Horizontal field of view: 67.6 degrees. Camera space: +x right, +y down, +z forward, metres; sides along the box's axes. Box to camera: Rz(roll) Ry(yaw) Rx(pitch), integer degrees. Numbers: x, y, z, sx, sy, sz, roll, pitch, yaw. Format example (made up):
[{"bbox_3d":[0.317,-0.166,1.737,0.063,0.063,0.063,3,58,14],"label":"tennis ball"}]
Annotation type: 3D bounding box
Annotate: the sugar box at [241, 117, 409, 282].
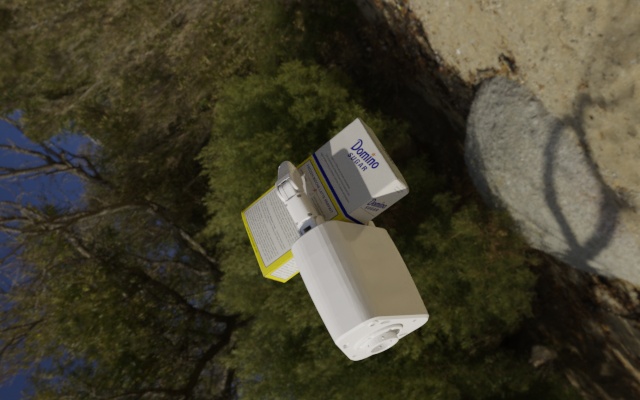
[{"bbox_3d":[0.000,0.002,0.518,0.176,0.093,0.048,-35,-33,14],"label":"sugar box"}]
